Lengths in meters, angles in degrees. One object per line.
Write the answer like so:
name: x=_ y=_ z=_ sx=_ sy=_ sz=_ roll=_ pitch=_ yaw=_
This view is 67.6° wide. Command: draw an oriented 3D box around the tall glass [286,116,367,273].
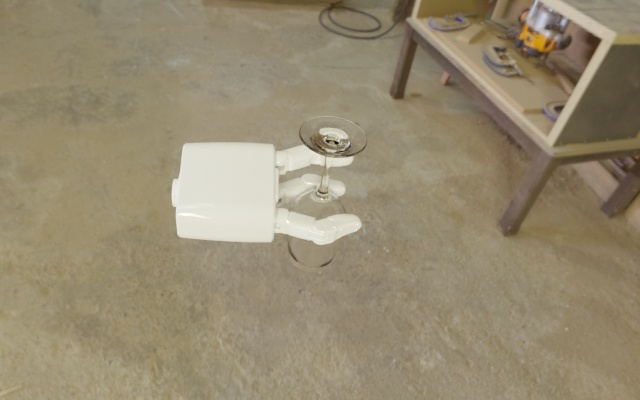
tall glass: x=0.000 y=0.001 z=0.581 sx=0.079 sy=0.201 sz=0.079 roll=5 pitch=43 yaw=-5
